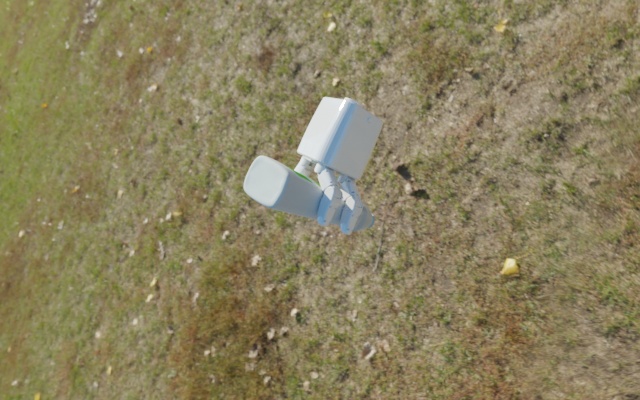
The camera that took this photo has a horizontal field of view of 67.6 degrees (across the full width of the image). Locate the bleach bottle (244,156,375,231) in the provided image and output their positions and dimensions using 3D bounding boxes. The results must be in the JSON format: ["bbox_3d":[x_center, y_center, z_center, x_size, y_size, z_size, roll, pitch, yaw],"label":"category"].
[{"bbox_3d":[0.000,0.003,0.795,0.251,0.068,0.102,21,7,-45],"label":"bleach bottle"}]
